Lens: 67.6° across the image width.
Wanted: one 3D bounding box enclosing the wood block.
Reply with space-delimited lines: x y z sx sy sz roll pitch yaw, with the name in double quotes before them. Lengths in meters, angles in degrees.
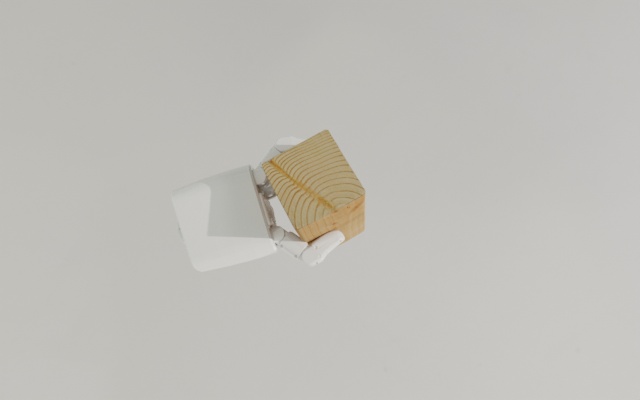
"wood block" 0.000 0.002 0.629 0.090 0.090 0.206 -28 -15 -3
